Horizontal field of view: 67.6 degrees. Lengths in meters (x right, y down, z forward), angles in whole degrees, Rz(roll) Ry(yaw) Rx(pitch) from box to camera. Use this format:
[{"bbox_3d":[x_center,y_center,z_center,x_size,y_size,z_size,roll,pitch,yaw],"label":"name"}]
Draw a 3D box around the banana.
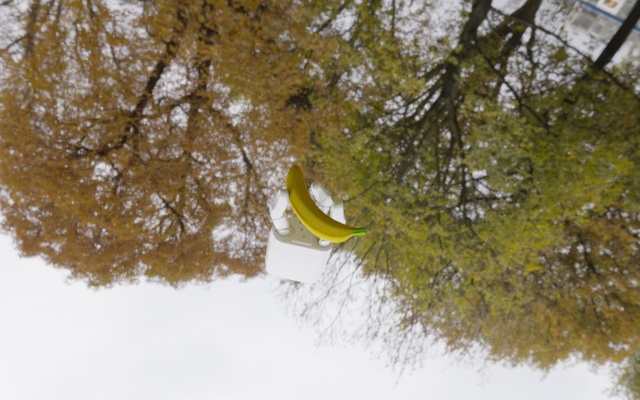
[{"bbox_3d":[-0.012,0.011,0.808,0.069,0.037,0.197,-23,53,-33],"label":"banana"}]
